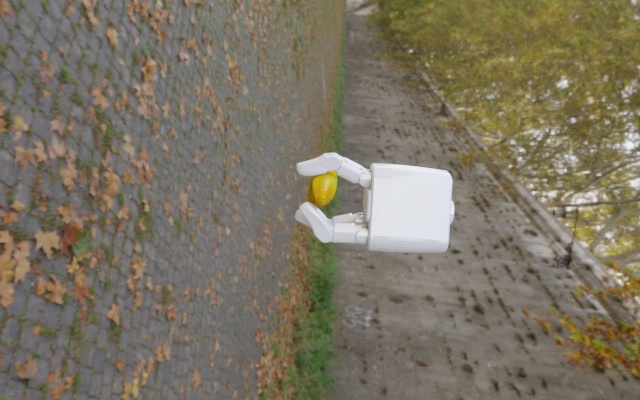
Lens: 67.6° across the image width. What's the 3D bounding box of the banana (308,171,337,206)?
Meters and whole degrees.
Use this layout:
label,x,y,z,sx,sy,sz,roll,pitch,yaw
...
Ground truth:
label,x,y,z,sx,sy,sz,roll,pitch,yaw
banana,0.003,-0.016,0.698,0.037,0.069,0.198,9,-8,-3
